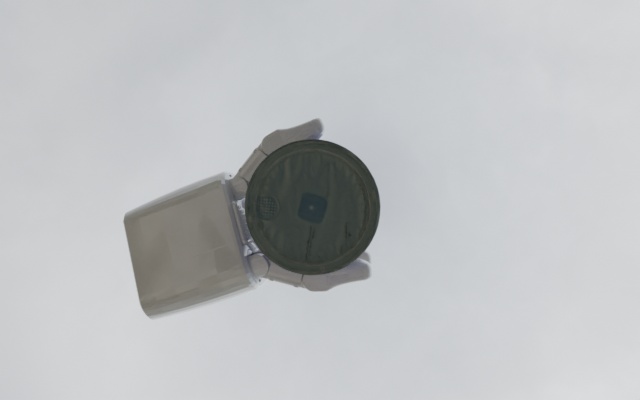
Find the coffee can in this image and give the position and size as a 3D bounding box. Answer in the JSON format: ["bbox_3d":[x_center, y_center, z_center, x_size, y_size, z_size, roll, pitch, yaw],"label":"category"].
[{"bbox_3d":[0.000,0.001,0.424,0.103,0.103,0.140,0,4,6],"label":"coffee can"}]
